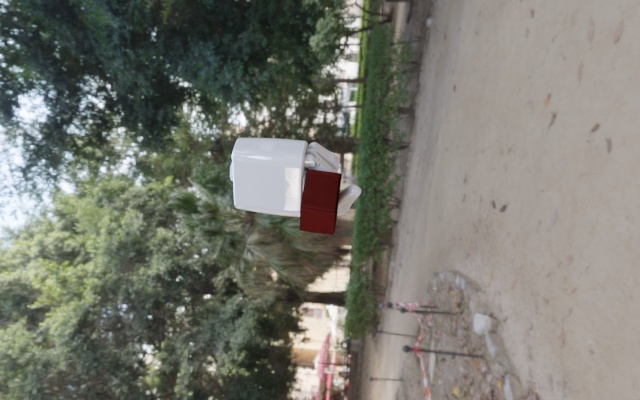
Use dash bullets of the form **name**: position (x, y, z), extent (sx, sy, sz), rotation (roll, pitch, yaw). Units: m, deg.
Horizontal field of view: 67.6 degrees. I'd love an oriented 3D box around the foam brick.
- **foam brick**: position (0.000, 0.002, 0.684), extent (0.051, 0.078, 0.053), rotation (7, -42, 1)
